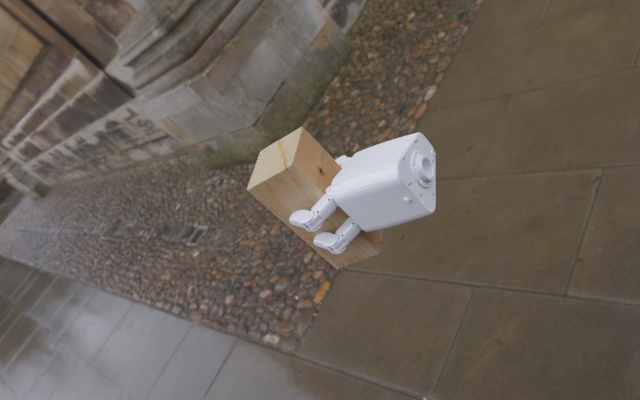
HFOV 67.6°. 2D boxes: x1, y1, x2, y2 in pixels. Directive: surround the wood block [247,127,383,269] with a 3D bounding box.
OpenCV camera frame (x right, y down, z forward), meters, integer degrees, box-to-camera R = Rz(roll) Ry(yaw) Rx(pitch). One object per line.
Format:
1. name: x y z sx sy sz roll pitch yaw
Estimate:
1. wood block: 0.000 0.002 0.723 0.090 0.090 0.206 -26 -55 32
